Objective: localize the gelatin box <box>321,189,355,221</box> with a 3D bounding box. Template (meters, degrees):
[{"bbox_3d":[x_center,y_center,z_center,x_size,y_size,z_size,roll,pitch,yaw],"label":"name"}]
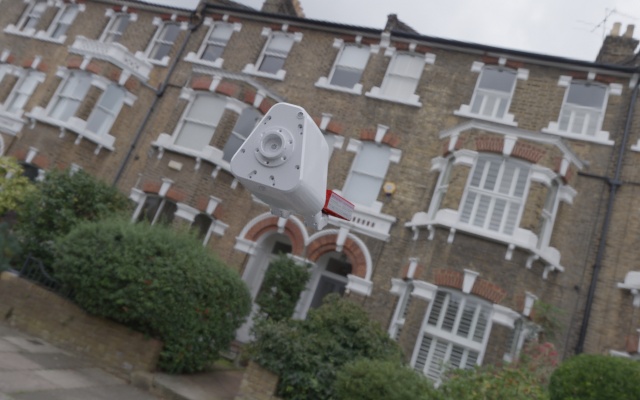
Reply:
[{"bbox_3d":[0.000,0.002,0.719,0.073,0.030,0.089,14,-7,30],"label":"gelatin box"}]
